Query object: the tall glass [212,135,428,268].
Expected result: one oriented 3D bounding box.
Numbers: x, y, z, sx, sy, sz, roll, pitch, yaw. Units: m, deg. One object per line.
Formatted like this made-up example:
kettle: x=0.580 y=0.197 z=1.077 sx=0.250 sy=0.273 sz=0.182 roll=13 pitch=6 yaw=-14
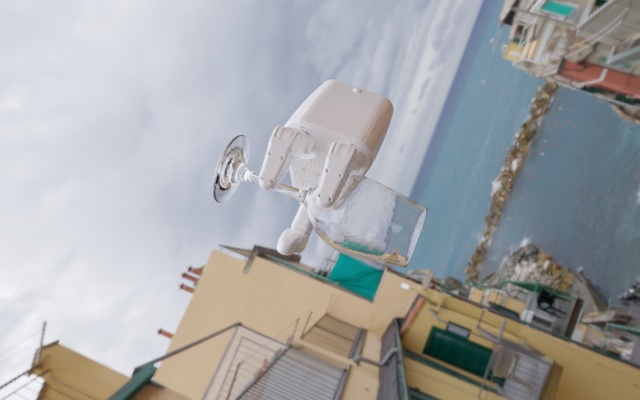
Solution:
tall glass: x=-0.001 y=0.001 z=0.474 sx=0.201 sy=0.079 sz=0.079 roll=21 pitch=3 yaw=10
